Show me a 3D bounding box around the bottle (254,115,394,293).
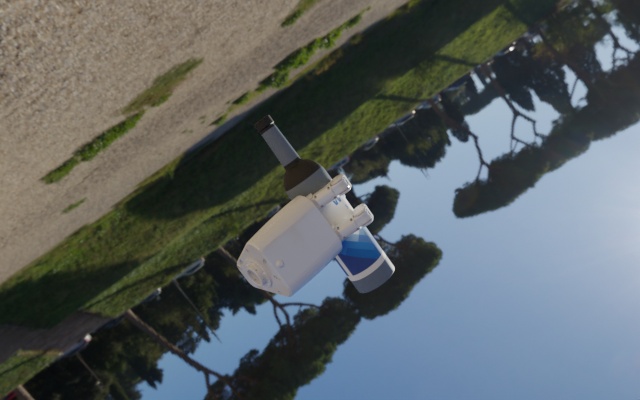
[{"bbox_3d":[0.000,0.002,0.707,0.069,0.296,0.069,-35,9,6],"label":"bottle"}]
